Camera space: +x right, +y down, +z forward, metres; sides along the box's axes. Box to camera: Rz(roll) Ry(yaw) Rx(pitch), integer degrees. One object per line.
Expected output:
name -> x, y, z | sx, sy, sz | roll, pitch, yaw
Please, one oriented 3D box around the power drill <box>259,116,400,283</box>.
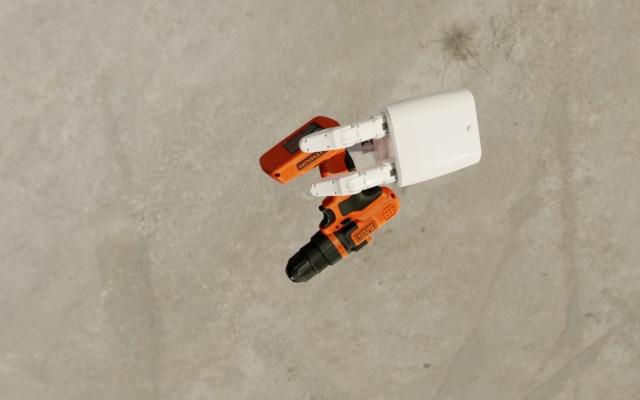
power drill -> 0.000, 0.002, 0.611 | 0.184, 0.188, 0.057 | -38, 39, -8
